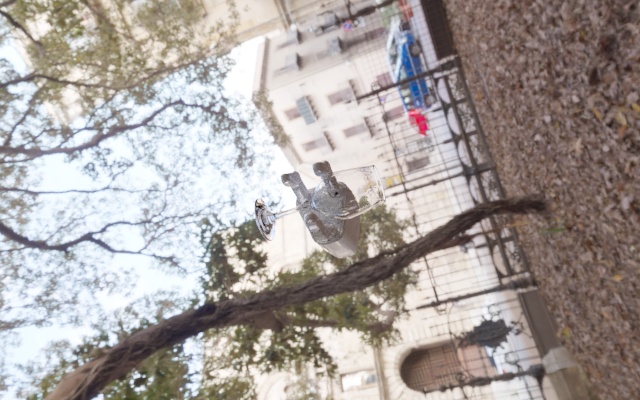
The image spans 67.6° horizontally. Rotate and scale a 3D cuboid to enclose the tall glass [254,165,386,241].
[{"bbox_3d":[-0.001,0.003,0.765,0.201,0.079,0.079,-18,-4,13],"label":"tall glass"}]
